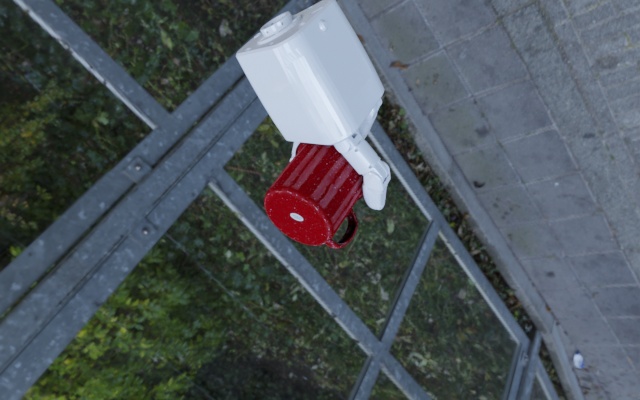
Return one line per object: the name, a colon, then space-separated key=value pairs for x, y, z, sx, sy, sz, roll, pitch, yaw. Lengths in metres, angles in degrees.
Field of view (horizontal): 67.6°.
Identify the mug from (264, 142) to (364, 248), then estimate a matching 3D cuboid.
mug: x=0.001 y=0.003 z=0.510 sx=0.093 sy=0.117 sz=0.081 roll=-6 pitch=38 yaw=43
